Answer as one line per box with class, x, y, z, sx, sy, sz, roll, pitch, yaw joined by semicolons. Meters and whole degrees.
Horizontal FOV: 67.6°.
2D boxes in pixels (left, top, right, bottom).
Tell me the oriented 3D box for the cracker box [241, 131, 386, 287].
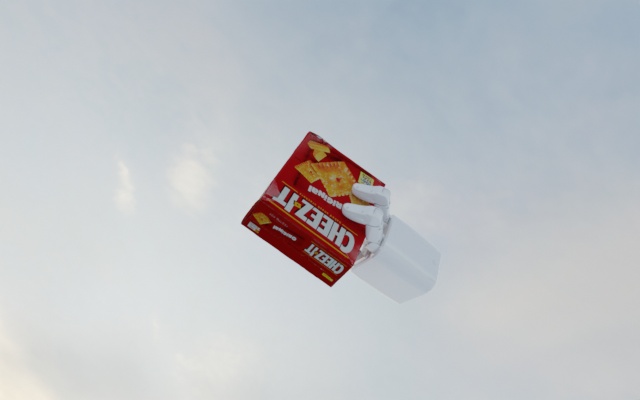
cracker box;0.000;0.002;0.747;0.164;0.072;0.213;36;39;-5
